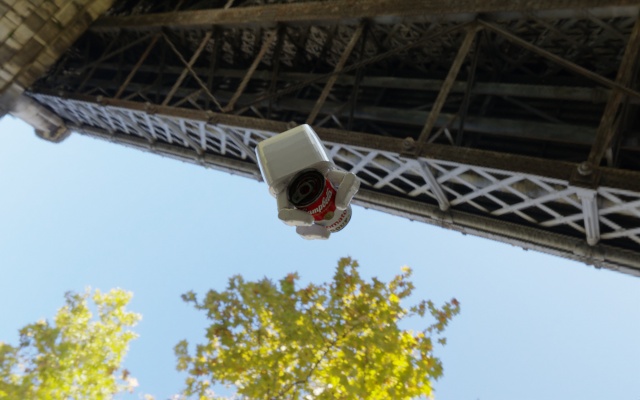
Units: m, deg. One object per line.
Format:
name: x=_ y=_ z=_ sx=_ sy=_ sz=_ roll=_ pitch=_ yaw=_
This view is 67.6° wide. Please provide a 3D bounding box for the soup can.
soup can: x=0.001 y=0.003 z=0.761 sx=0.068 sy=0.068 sz=0.102 roll=0 pitch=-27 yaw=31
